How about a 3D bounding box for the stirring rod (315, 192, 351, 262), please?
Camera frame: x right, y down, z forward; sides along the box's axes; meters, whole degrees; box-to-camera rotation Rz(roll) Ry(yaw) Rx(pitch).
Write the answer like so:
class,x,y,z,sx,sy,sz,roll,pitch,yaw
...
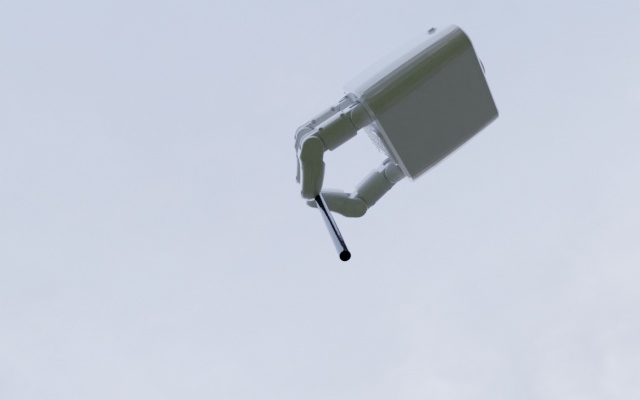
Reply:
class,x,y,z,sx,sy,sz,roll,pitch,yaw
stirring rod,0.000,0.001,0.422,0.011,0.011,0.239,0,17,-8
